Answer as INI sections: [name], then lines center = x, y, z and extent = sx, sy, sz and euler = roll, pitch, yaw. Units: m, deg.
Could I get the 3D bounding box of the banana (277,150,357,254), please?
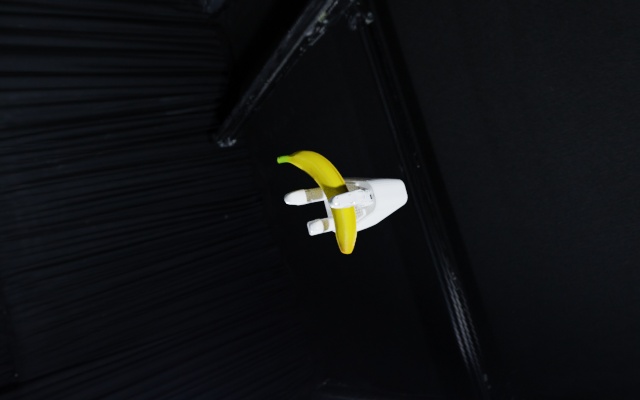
[banana]
center = 0.011, -0.012, 0.763
extent = 0.070, 0.197, 0.037
euler = -41, -16, 22
